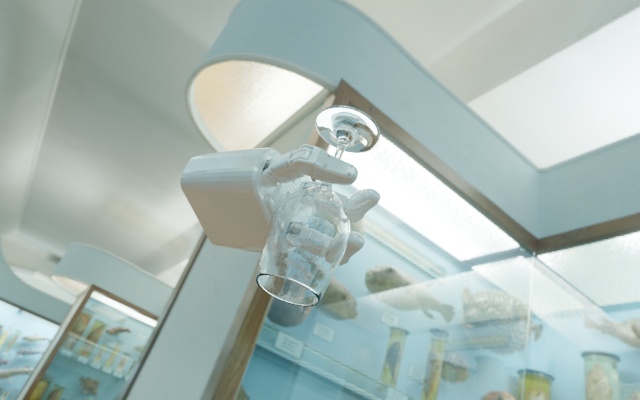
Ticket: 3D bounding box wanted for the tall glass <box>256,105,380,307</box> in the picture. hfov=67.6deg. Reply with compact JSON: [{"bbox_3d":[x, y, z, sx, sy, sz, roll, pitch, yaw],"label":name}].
[{"bbox_3d":[0.000,0.001,0.480,0.079,0.201,0.079,15,-31,9],"label":"tall glass"}]
